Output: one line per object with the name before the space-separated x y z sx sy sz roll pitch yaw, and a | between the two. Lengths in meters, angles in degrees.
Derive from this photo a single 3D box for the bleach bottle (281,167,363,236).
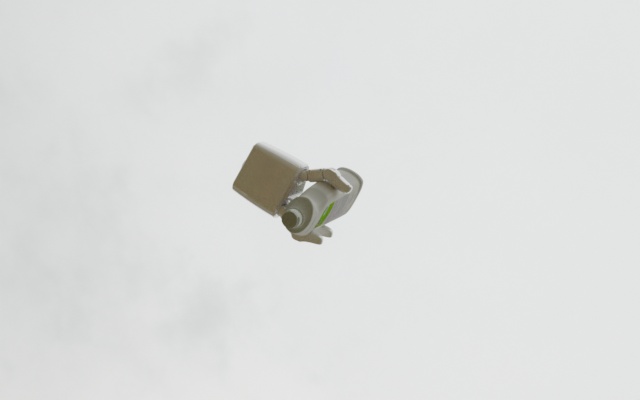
bleach bottle | 0.000 0.003 0.878 0.068 0.102 0.251 31 20 14
